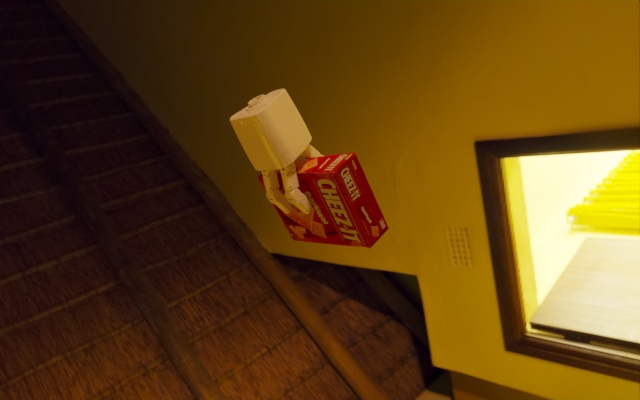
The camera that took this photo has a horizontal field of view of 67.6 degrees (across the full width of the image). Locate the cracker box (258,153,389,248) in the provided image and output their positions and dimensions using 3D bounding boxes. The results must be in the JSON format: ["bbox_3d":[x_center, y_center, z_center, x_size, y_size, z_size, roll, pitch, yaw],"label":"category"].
[{"bbox_3d":[0.000,0.003,0.898,0.213,0.164,0.072,1,36,47],"label":"cracker box"}]
